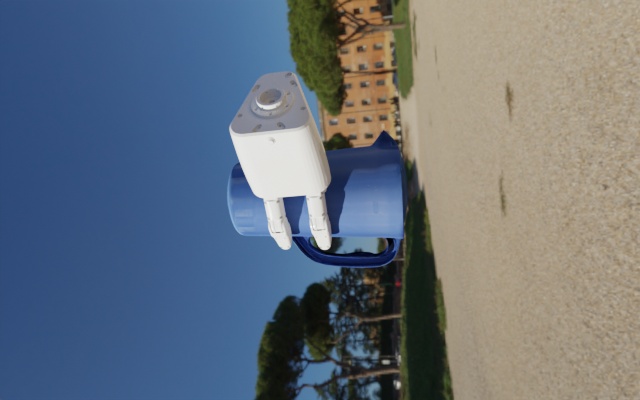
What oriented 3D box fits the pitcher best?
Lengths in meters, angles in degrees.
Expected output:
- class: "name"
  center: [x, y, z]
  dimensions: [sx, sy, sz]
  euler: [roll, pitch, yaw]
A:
- class: "pitcher"
  center: [0.000, 0.002, 0.675]
  dimensions: [0.243, 0.149, 0.145]
  euler: [-3, -37, 10]
